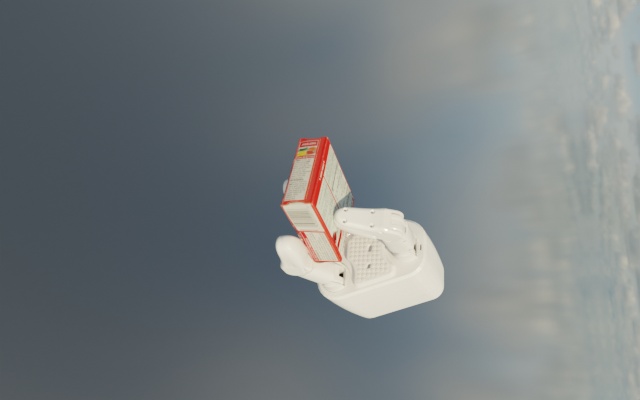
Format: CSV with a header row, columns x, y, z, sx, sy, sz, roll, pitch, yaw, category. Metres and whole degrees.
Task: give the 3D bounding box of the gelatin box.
x,y,z,sx,sy,sz,roll,pitch,yaw,category
0.000,0.001,0.416,0.030,0.073,0.089,-3,-39,20,gelatin box
